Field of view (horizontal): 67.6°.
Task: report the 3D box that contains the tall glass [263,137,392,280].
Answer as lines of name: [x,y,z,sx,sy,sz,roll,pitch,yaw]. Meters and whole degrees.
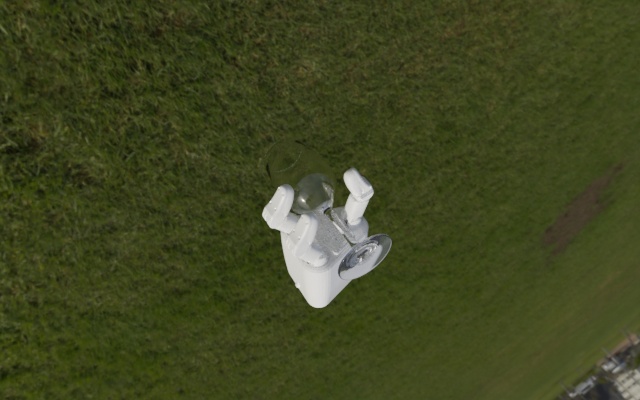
tall glass: [0.001,0.002,0.604,0.079,0.079,0.201,0,41,-43]
